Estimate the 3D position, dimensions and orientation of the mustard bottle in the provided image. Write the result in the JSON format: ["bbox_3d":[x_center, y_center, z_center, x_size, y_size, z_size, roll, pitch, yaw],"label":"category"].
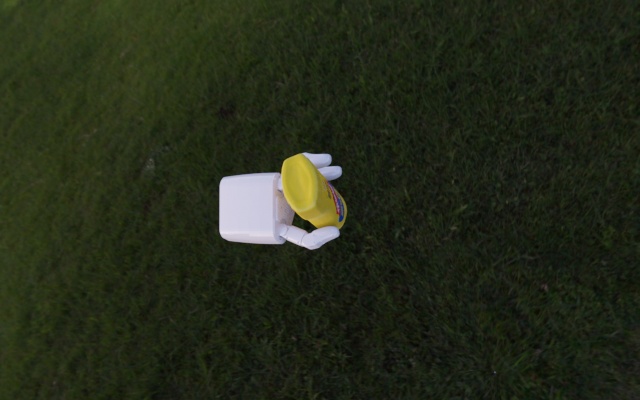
[{"bbox_3d":[0.000,0.002,0.785,0.058,0.096,0.192,-23,-25,12],"label":"mustard bottle"}]
